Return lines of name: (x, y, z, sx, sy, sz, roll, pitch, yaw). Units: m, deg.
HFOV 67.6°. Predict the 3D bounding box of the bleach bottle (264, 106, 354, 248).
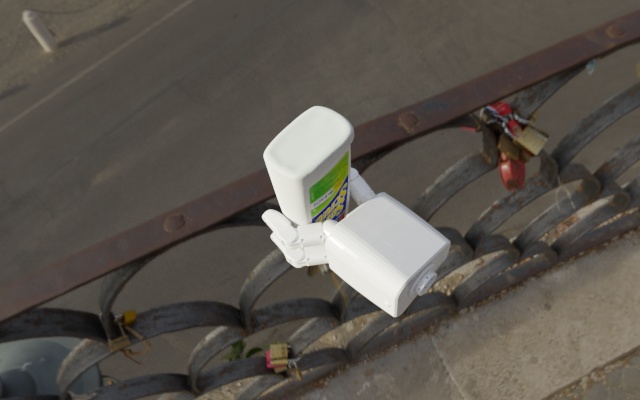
bleach bottle: (0.000, 0.002, 0.611, 0.068, 0.102, 0.251, 37, -20, 26)
